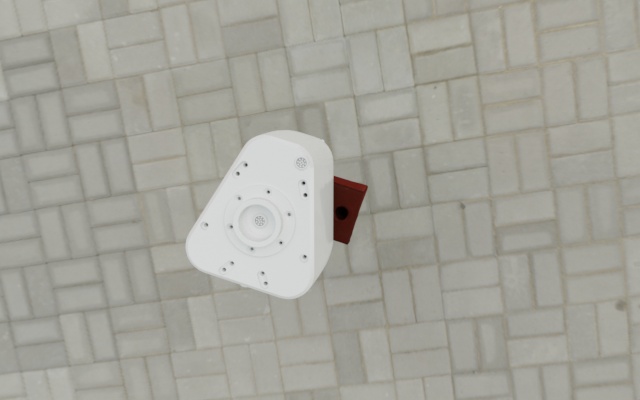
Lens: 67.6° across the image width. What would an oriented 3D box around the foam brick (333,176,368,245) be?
[{"bbox_3d":[0.000,0.001,0.452,0.078,0.053,0.051,17,10,3],"label":"foam brick"}]
